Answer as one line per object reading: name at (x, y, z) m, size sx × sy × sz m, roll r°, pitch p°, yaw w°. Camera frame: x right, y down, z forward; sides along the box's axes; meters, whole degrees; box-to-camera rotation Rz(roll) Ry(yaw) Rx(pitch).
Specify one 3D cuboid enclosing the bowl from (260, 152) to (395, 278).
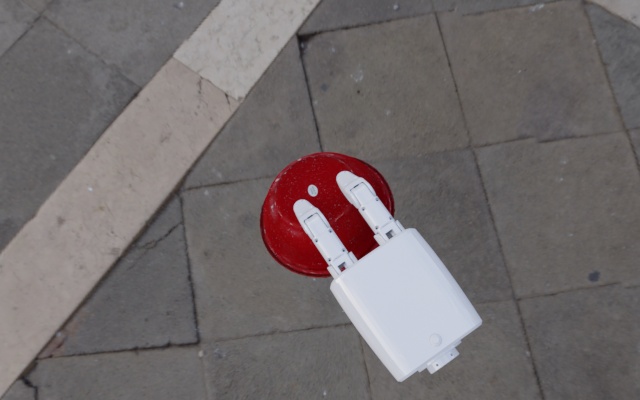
bowl at (-0.001, 0.001, 0.539) m, size 0.162 × 0.162 × 0.055 m, roll 0°, pitch -29°, yaw 15°
